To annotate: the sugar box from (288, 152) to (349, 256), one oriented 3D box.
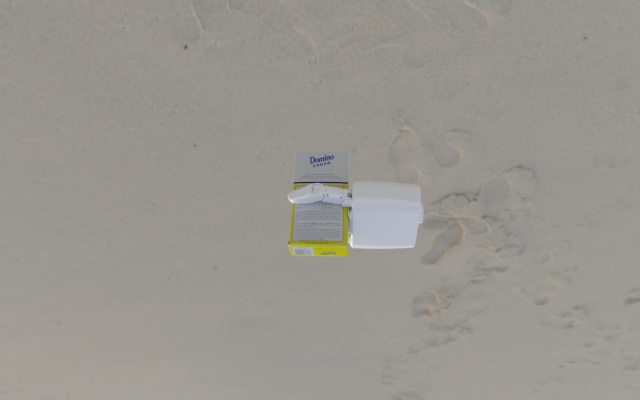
[{"bbox_3d":[0.000,0.003,0.780,0.093,0.176,0.048,1,-32,4],"label":"sugar box"}]
